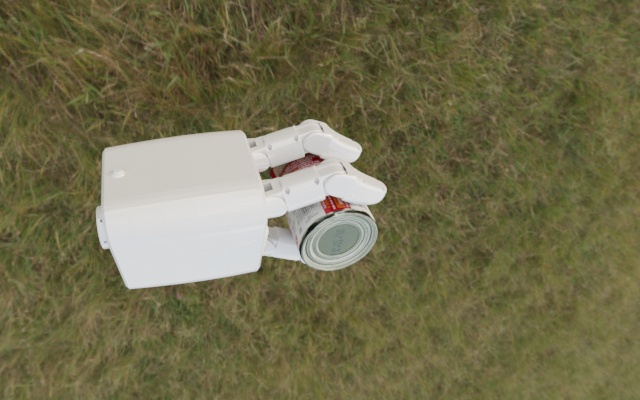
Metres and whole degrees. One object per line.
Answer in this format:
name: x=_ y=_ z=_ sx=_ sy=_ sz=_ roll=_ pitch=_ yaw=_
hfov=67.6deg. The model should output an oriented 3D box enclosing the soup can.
soup can: x=0.001 y=0.002 z=0.414 sx=0.068 sy=0.068 sz=0.102 roll=0 pitch=40 yaw=-23
